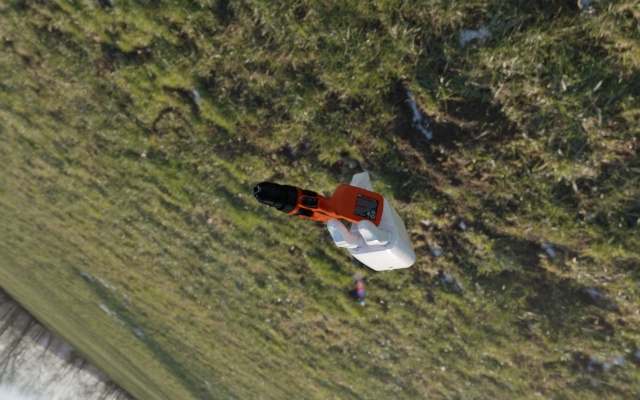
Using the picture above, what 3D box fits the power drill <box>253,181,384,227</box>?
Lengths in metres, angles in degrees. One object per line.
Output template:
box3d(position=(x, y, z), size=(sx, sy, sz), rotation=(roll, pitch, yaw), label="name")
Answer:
box3d(position=(0.001, 0.003, 0.820), size=(0.184, 0.057, 0.187), rotation=(14, -6, -37), label="power drill")
